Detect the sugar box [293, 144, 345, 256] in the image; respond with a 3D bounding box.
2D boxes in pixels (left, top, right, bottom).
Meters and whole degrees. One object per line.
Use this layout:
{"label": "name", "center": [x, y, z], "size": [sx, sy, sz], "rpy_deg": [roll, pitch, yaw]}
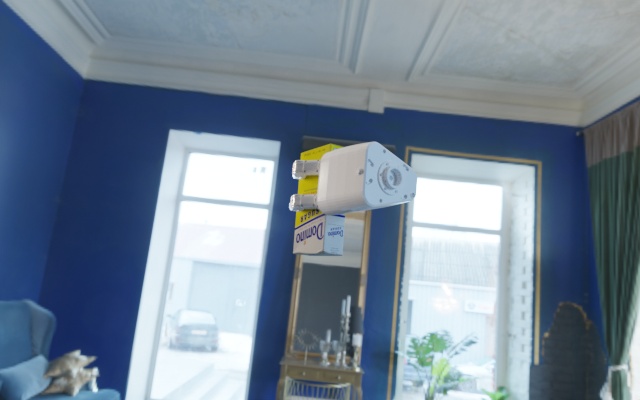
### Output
{"label": "sugar box", "center": [0.000, 0.002, 0.788], "size": [0.048, 0.176, 0.093], "rpy_deg": [13, -13, -33]}
